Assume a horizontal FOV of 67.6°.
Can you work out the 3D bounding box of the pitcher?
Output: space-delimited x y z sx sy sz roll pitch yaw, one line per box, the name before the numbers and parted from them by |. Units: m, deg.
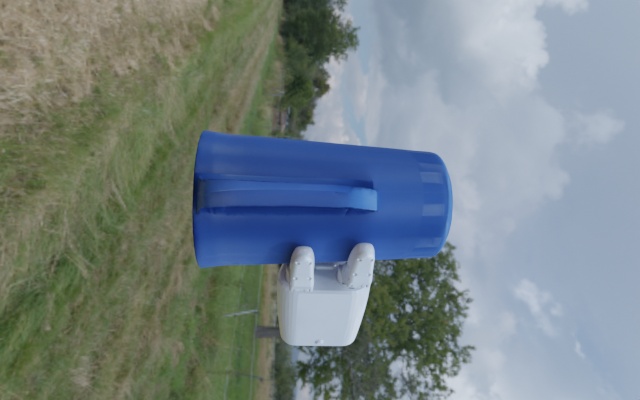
pitcher | 0.000 0.002 0.467 0.243 0.145 0.149 1 41 -5
